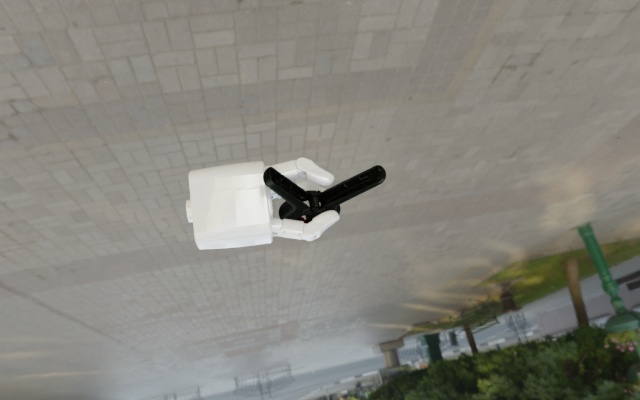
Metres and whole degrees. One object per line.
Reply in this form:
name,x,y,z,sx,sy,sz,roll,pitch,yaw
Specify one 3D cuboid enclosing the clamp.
clamp,0.000,0.003,0.701,0.164,0.036,0.210,-4,-24,-7
